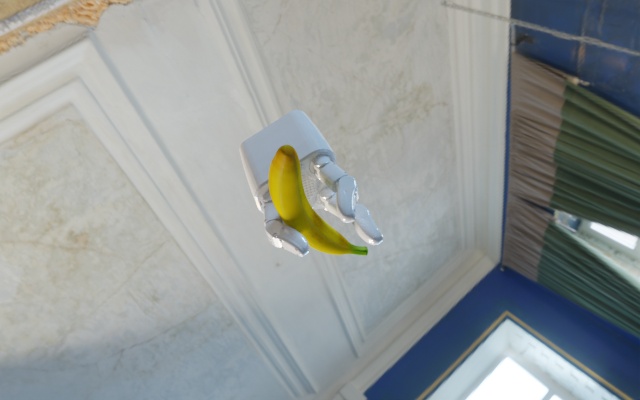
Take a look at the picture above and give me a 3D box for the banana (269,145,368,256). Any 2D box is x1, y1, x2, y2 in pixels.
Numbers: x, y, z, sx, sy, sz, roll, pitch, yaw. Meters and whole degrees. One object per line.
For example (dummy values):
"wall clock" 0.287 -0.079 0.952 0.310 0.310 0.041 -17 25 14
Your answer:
"banana" -0.015 0.010 0.547 0.069 0.037 0.198 -21 -45 19
